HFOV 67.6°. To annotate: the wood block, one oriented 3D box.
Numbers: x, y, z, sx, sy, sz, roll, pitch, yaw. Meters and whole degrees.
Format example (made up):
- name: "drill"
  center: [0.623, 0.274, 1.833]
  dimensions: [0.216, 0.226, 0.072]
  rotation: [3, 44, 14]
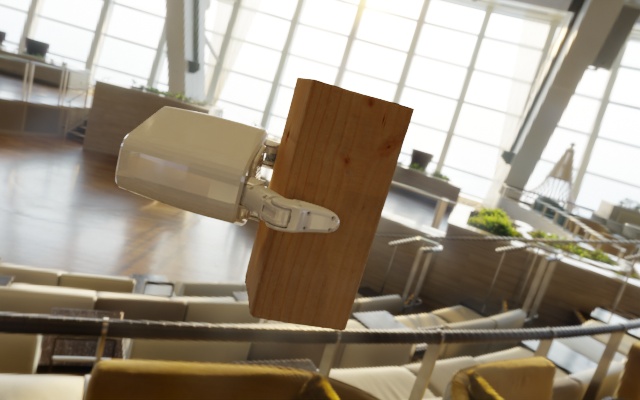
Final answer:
- name: "wood block"
  center: [0.000, 0.001, 0.440]
  dimensions: [0.090, 0.206, 0.090]
  rotation: [13, 12, -15]
